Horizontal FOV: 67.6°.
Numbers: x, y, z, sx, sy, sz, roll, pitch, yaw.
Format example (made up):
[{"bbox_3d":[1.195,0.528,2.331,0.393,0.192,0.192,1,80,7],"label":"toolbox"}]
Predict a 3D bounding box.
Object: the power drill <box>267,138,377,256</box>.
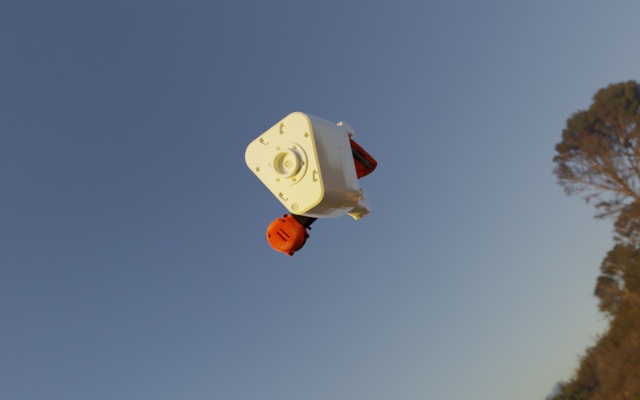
[{"bbox_3d":[0.000,0.002,0.707,0.057,0.187,0.184,41,-2,2],"label":"power drill"}]
